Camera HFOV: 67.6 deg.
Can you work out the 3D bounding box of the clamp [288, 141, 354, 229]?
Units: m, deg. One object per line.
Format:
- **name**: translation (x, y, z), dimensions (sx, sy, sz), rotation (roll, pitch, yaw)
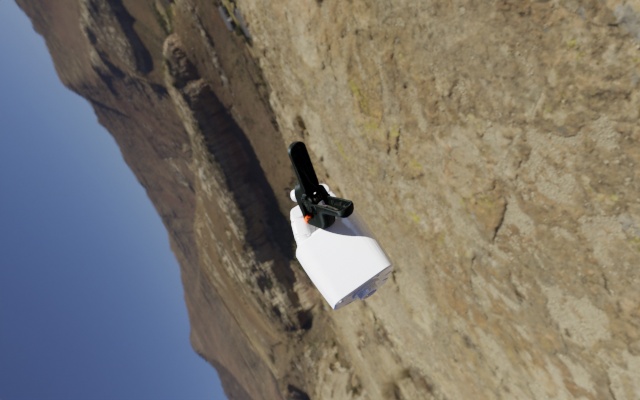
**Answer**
- **clamp**: translation (0.000, 0.002, 0.666), dimensions (0.039, 0.120, 0.171), rotation (-30, -24, -12)
